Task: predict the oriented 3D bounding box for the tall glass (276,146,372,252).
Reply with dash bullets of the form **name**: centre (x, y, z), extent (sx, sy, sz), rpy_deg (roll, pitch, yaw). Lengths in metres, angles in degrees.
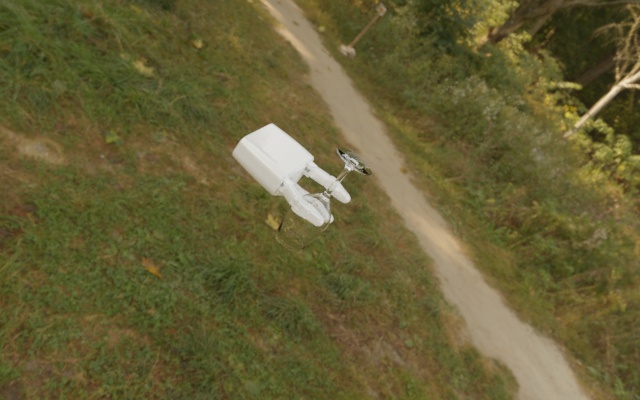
- **tall glass**: centre (0.001, 0.002, 0.852), extent (0.079, 0.201, 0.079), rpy_deg (32, 24, -16)
